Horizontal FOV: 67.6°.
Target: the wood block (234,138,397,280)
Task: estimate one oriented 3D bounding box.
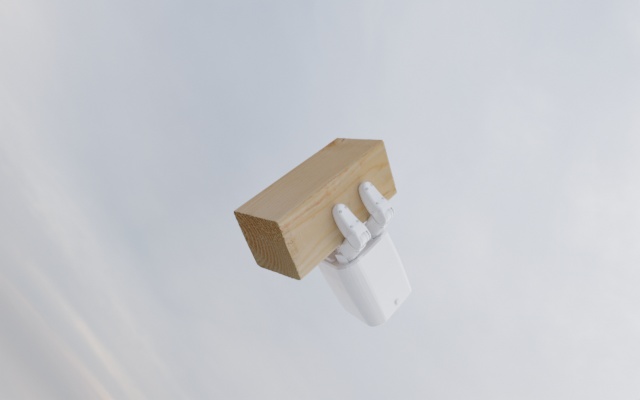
[{"bbox_3d":[0.000,0.002,0.641,0.091,0.090,0.206,9,38,45],"label":"wood block"}]
